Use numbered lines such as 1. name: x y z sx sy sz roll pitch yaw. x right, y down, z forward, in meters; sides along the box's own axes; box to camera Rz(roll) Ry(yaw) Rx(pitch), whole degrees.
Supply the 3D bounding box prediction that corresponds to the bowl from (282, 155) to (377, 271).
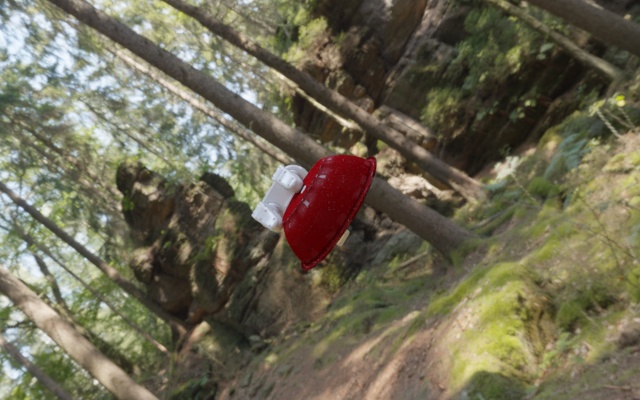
1. bowl: 0.000 0.002 0.576 0.055 0.162 0.162 32 -6 -10
